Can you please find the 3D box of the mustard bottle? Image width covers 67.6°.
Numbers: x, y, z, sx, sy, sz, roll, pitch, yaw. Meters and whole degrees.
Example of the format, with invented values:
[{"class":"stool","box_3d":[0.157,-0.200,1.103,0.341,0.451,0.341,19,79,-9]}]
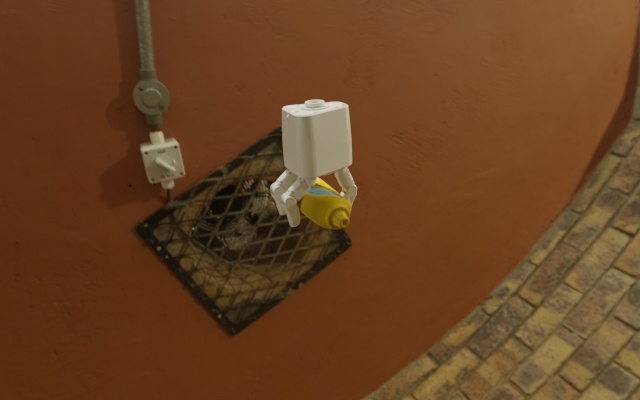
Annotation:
[{"class":"mustard bottle","box_3d":[0.000,0.003,0.838,0.096,0.058,0.191,12,14,-29]}]
